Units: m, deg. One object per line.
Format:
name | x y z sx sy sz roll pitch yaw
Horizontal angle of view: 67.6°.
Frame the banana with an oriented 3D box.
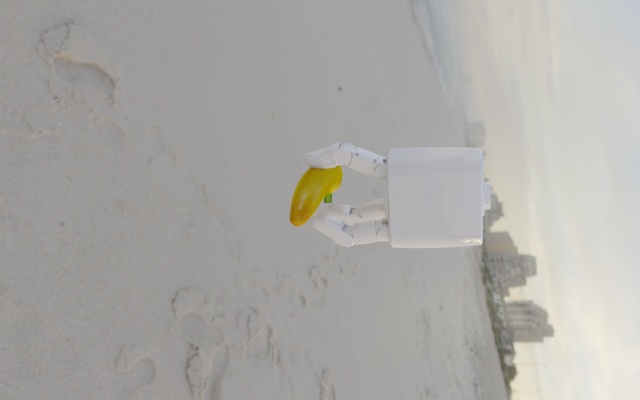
banana | 0.001 -0.017 0.610 0.037 0.069 0.198 3 8 13
